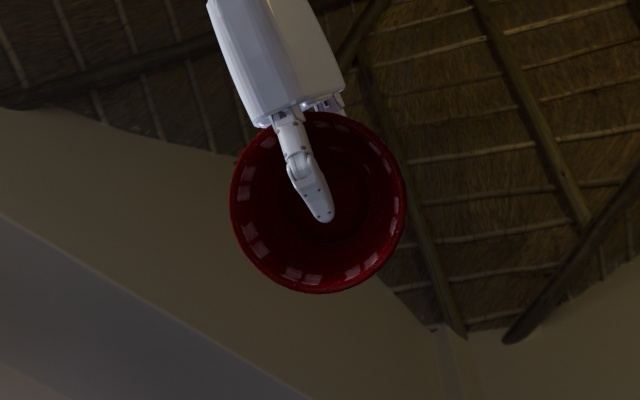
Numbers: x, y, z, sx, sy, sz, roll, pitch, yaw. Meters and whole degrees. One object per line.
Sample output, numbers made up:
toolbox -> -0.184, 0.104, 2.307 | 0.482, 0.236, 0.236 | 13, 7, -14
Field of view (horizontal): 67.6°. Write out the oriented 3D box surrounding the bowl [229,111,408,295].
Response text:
bowl -> 0.000, 0.003, 0.444 | 0.162, 0.162, 0.055 | 0, 4, 13
